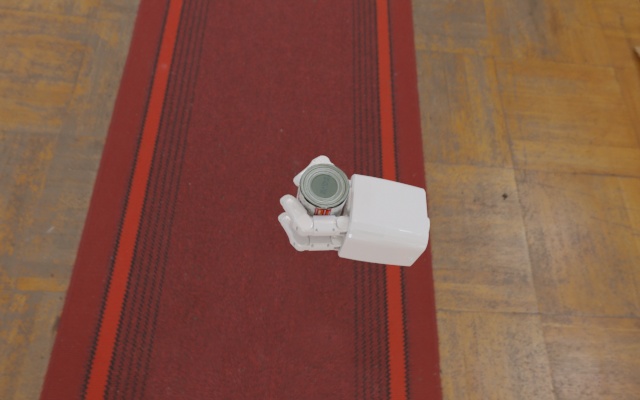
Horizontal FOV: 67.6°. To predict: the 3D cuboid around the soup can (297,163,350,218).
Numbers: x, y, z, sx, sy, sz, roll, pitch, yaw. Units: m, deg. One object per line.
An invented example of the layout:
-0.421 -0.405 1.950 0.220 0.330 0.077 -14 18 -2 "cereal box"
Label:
0.000 0.002 0.660 0.068 0.068 0.102 0 -26 -7 "soup can"
